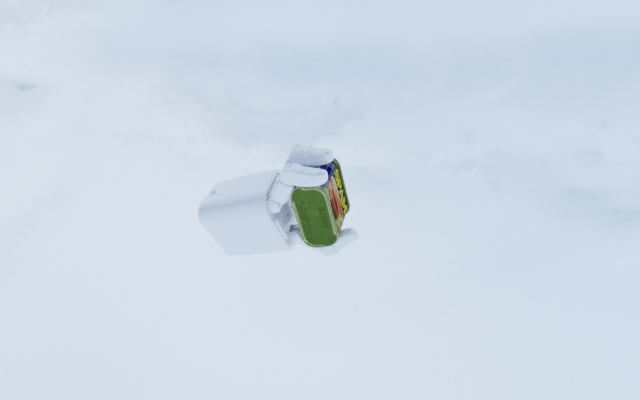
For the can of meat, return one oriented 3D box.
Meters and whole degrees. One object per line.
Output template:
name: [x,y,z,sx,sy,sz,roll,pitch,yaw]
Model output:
can of meat: [0.000,0.002,0.659,0.057,0.102,0.084,-5,30,17]
